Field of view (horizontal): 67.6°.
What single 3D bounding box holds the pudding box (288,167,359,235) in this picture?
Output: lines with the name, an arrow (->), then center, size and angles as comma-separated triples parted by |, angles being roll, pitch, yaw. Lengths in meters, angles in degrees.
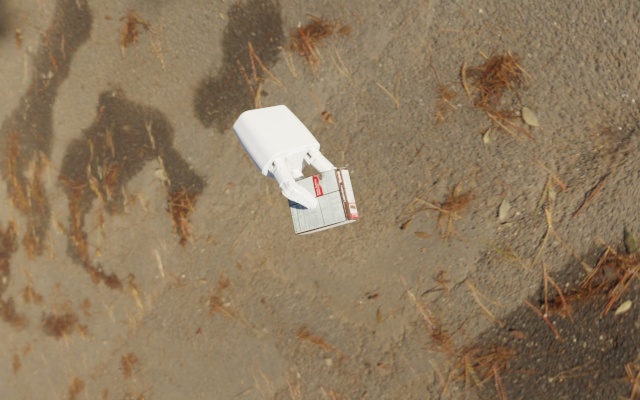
pudding box -> 0.000, 0.003, 0.786 | 0.113, 0.090, 0.039 | -17, -7, 37
